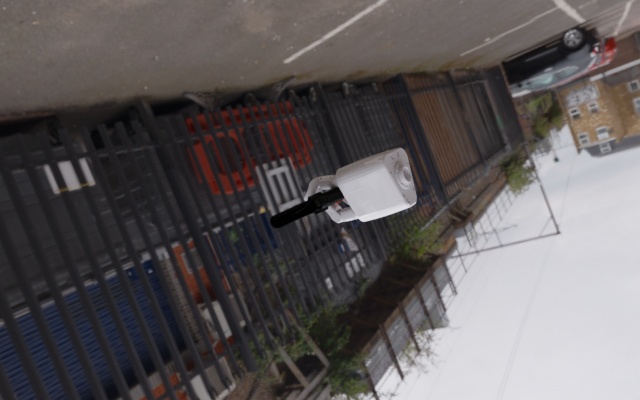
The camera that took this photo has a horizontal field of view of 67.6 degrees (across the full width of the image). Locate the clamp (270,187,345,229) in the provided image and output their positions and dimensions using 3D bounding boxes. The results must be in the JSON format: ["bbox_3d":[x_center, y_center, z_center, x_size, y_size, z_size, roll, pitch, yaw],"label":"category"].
[{"bbox_3d":[0.000,0.003,0.856,0.120,0.039,0.171,-18,5,39],"label":"clamp"}]
